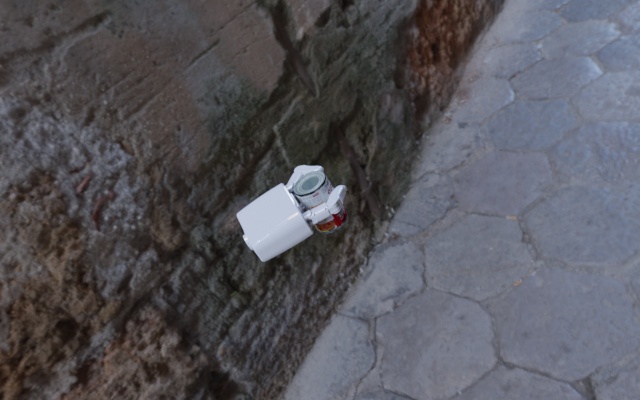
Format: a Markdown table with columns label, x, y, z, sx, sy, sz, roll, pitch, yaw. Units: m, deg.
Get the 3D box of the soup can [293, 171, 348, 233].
| label | x | y | z | sx | sy | sz | roll | pitch | yaw |
| --- | --- | --- | --- | --- | --- | --- | --- | --- | --- |
| soup can | 0.000 | 0.003 | 0.896 | 0.068 | 0.102 | 0.068 | -20 | 36 | 15 |
